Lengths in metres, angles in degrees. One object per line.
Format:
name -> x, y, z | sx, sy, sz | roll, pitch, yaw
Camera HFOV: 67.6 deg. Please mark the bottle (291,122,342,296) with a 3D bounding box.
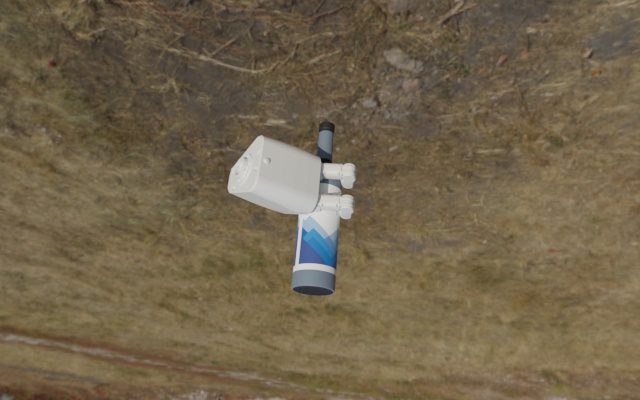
bottle -> 0.000, 0.003, 0.782 | 0.069, 0.295, 0.069 | 4, -23, 2
